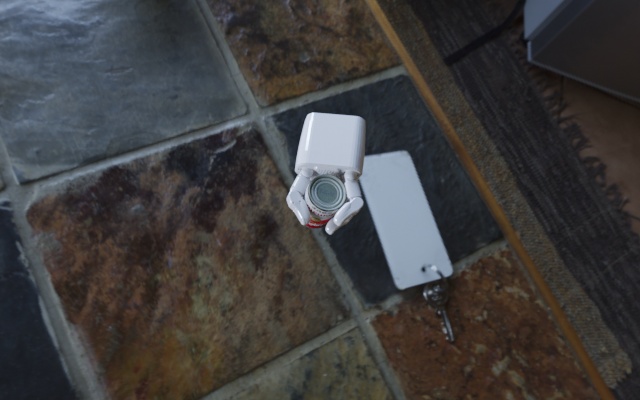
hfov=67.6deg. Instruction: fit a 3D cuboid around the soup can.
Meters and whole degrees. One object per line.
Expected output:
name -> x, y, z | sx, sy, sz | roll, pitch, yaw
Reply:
soup can -> 0.000, 0.003, 0.828 | 0.068, 0.068, 0.102 | 0, -19, -15
